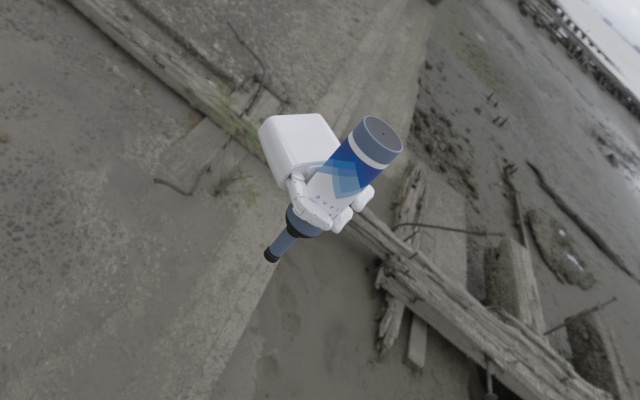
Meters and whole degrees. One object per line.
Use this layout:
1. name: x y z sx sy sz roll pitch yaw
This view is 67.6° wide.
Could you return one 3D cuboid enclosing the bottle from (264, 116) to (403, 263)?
1. bottle: 0.000 0.002 0.706 0.069 0.069 0.296 0 -38 -45
